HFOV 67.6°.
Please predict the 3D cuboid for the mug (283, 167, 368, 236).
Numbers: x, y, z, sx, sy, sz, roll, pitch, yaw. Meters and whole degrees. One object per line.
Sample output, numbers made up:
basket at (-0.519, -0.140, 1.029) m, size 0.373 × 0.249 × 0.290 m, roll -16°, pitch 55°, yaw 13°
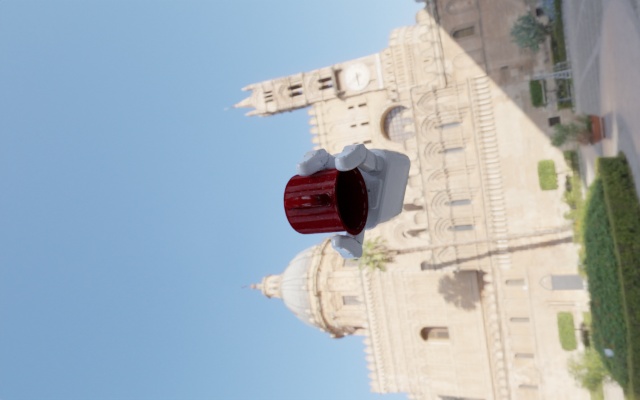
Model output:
mug at (-0.001, 0.002, 0.606) m, size 0.081 × 0.093 × 0.117 m, roll -7°, pitch 0°, yaw 30°
